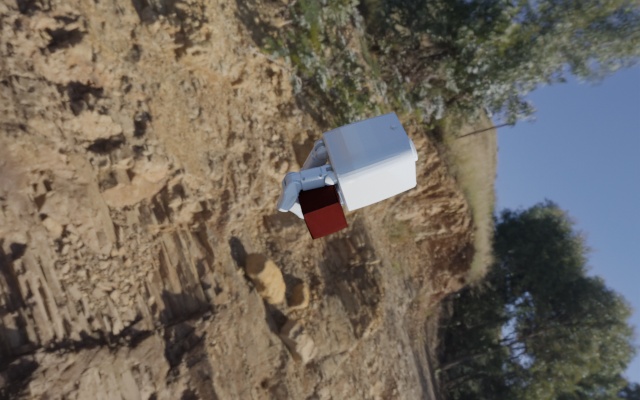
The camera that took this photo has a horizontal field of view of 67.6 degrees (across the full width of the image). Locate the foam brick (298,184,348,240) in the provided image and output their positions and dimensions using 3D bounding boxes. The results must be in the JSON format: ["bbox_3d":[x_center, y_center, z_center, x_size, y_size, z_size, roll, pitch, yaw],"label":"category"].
[{"bbox_3d":[0.000,0.002,0.645,0.051,0.078,0.053,-18,-45,3],"label":"foam brick"}]
